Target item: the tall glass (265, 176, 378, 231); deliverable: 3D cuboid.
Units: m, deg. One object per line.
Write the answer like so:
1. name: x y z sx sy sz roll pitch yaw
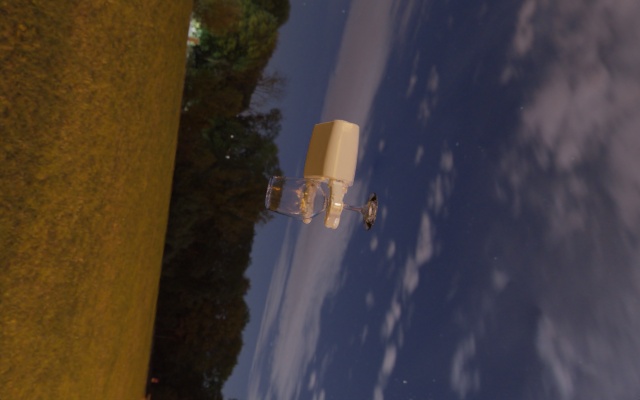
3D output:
1. tall glass: 0.001 0.003 0.890 0.201 0.079 0.079 10 -2 -12
